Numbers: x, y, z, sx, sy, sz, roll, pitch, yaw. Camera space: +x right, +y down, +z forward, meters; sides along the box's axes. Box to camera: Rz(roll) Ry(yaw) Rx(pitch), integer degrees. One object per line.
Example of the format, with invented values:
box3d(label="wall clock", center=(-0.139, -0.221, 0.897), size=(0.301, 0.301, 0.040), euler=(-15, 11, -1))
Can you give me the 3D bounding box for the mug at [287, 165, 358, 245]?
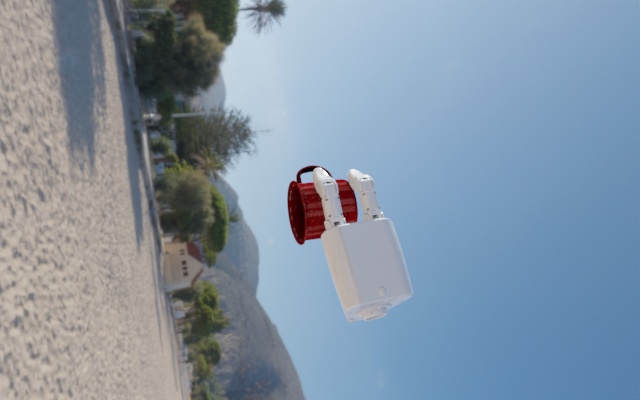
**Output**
box3d(label="mug", center=(0.000, 0.001, 0.698), size=(0.081, 0.117, 0.093), euler=(-7, -24, -18))
